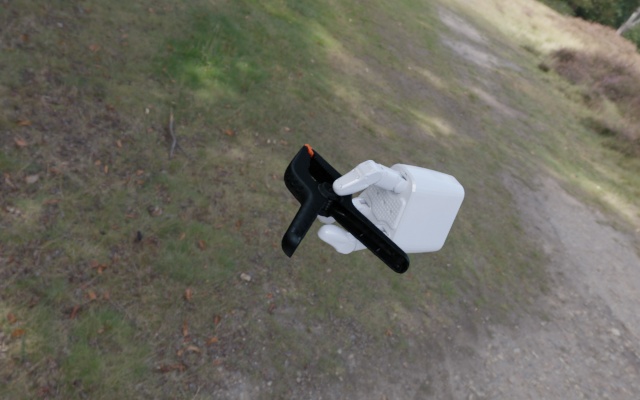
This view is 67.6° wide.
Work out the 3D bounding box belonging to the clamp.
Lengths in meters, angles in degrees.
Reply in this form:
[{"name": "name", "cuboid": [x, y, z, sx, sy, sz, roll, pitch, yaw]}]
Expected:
[{"name": "clamp", "cuboid": [0.000, 0.001, 0.572, 0.164, 0.036, 0.209, 9, 37, -37]}]
